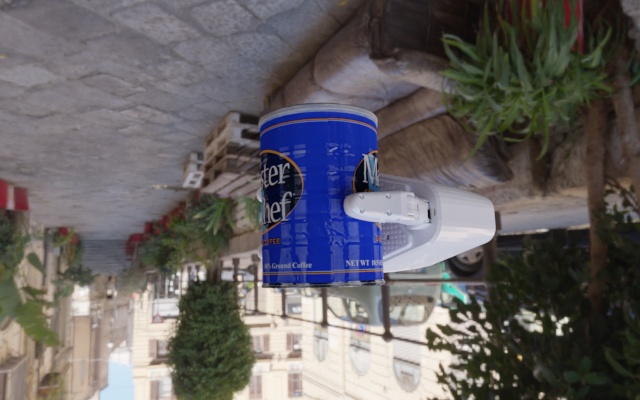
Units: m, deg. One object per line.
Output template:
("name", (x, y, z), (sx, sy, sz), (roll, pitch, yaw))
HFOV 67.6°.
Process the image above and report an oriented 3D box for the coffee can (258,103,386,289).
("coffee can", (0.000, 0.001, 0.404), (0.103, 0.140, 0.103), (-2, -8, 0))
